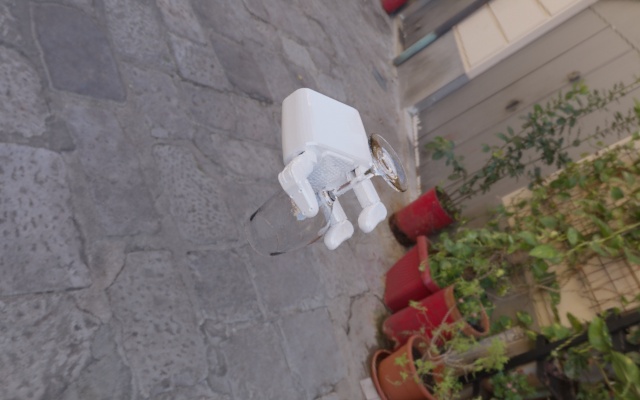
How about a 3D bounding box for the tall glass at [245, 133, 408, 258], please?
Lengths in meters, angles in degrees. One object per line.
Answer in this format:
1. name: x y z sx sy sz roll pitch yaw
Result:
1. tall glass: 0.001 0.002 0.574 0.201 0.079 0.079 -31 -16 28
